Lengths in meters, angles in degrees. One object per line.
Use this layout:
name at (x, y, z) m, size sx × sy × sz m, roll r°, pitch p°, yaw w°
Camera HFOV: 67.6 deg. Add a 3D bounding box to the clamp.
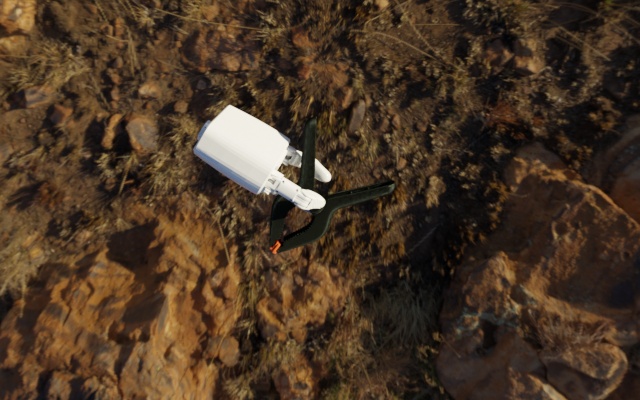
clamp at (0.000, 0.003, 0.721) m, size 0.164 × 0.210 × 0.036 m, roll 32°, pitch 14°, yaw -8°
